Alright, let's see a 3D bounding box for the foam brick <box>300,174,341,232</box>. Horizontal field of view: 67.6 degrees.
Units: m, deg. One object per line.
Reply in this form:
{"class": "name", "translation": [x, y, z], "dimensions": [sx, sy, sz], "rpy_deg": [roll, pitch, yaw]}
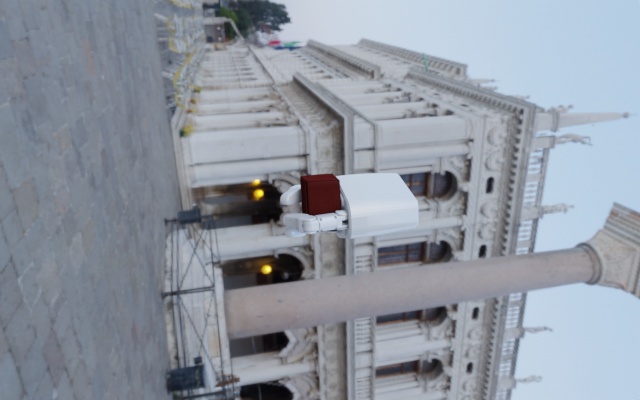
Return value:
{"class": "foam brick", "translation": [0.000, 0.002, 0.711], "dimensions": [0.051, 0.078, 0.053], "rpy_deg": [-6, 15, -10]}
